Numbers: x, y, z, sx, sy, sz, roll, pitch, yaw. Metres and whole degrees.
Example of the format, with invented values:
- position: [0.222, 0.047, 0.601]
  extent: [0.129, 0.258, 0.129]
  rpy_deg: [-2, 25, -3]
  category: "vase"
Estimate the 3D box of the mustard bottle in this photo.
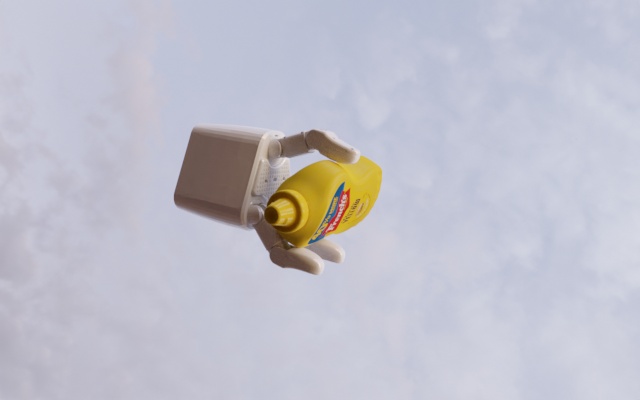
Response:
- position: [0.000, 0.002, 0.511]
  extent: [0.058, 0.096, 0.191]
  rpy_deg: [37, 22, 19]
  category: "mustard bottle"
